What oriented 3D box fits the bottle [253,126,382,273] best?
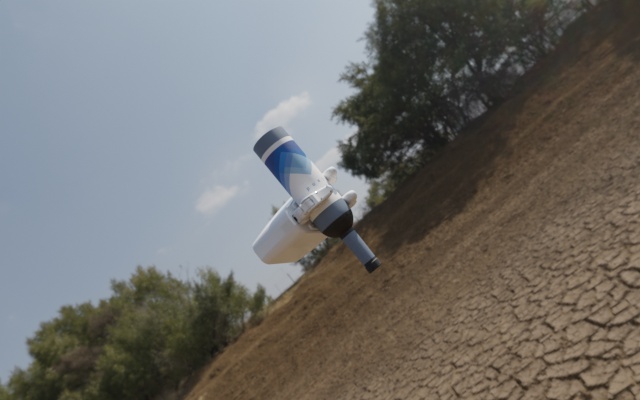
[{"bbox_3d":[0.000,0.002,0.823,0.069,0.295,0.069,-39,-9,-7],"label":"bottle"}]
